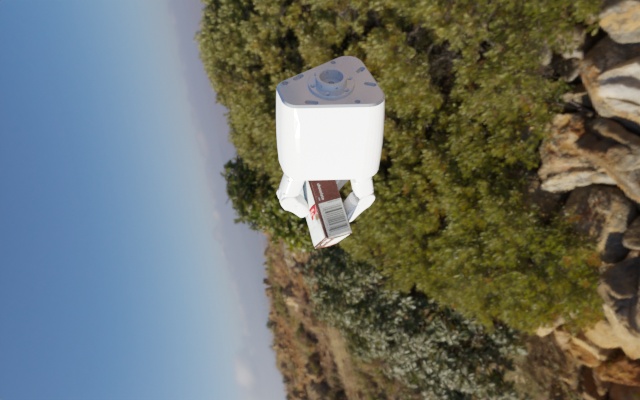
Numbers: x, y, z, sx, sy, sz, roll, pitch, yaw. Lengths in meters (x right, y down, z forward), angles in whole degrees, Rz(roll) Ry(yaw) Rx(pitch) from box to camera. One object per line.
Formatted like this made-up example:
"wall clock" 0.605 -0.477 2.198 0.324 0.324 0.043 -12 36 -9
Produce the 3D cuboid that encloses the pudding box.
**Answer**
"pudding box" 0.000 0.002 0.638 0.039 0.113 0.090 -13 -10 -12
